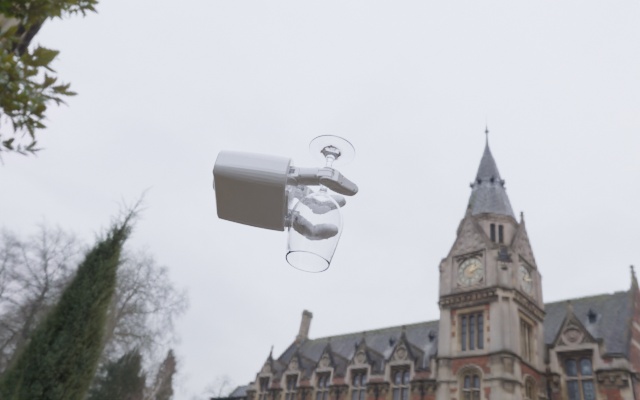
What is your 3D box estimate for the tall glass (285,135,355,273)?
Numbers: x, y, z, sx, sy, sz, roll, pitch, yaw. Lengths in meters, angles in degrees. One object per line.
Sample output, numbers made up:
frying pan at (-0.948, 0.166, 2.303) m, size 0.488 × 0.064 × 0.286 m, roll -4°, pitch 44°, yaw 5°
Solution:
tall glass at (0.000, 0.002, 0.700) m, size 0.079 × 0.201 × 0.079 m, roll 8°, pitch -33°, yaw 6°
